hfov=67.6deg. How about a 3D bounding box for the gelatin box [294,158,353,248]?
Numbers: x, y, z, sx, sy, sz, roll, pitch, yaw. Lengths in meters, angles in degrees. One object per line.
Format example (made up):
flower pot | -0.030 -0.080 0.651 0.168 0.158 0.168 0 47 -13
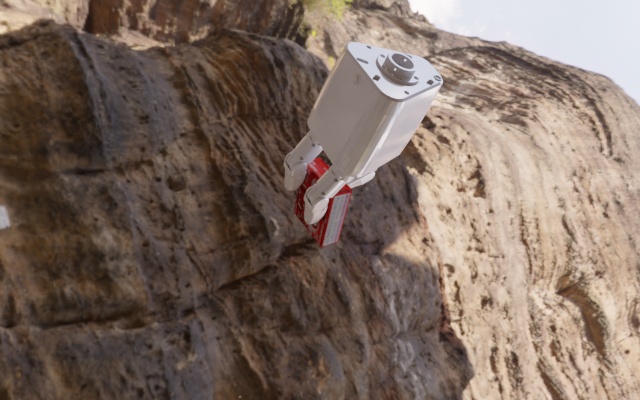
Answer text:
gelatin box | 0.000 0.002 0.603 0.030 0.089 0.073 -15 46 -30
